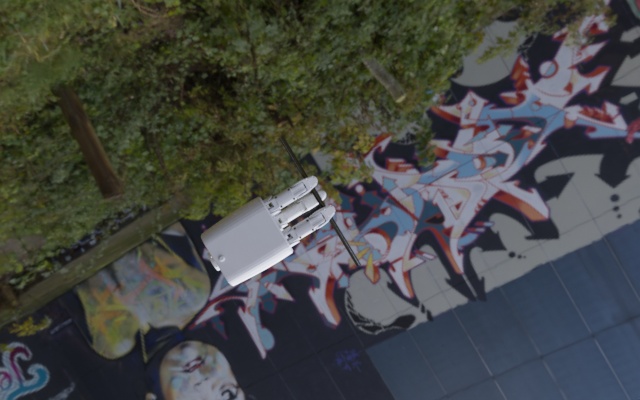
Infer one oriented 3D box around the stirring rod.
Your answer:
[{"bbox_3d":[0.000,0.002,0.765,0.011,0.239,0.011,-31,3,2],"label":"stirring rod"}]
